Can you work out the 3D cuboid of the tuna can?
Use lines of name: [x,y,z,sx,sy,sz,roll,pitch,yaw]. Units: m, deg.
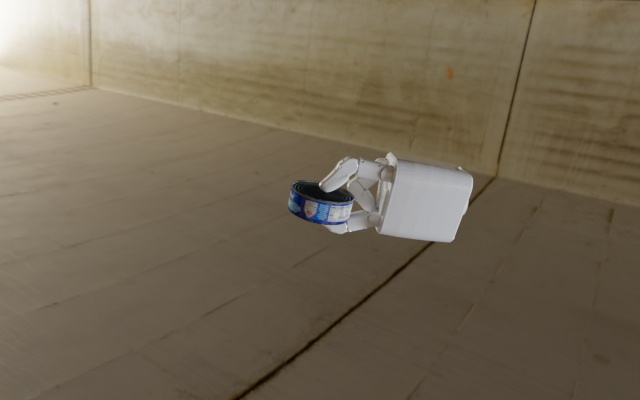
tuna can: [0.000,0.003,0.640,0.086,0.034,0.086,12,17,-4]
